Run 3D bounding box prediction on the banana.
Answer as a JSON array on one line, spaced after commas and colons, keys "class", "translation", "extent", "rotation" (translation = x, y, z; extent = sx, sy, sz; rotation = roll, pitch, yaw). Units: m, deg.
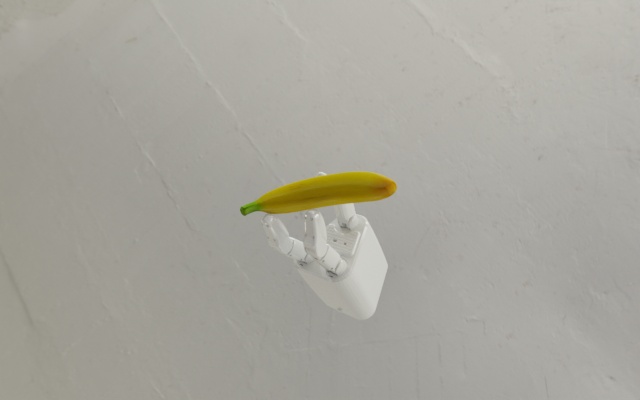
[{"class": "banana", "translation": [0.003, -0.006, 0.568], "extent": [0.198, 0.037, 0.069], "rotation": [-11, 22, 26]}]
